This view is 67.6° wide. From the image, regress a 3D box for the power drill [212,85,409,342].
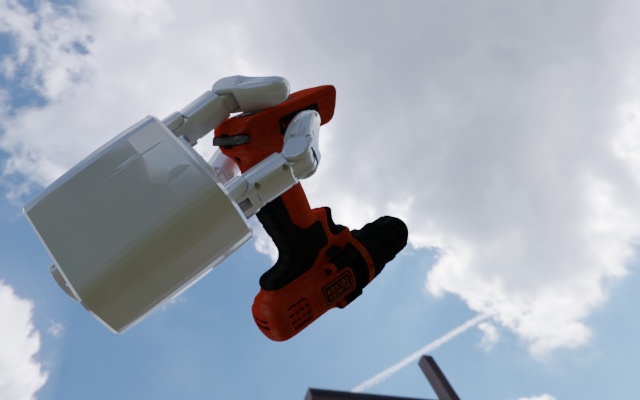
[{"bbox_3d":[0.000,0.001,0.414,0.184,0.188,0.057,-31,20,-38],"label":"power drill"}]
